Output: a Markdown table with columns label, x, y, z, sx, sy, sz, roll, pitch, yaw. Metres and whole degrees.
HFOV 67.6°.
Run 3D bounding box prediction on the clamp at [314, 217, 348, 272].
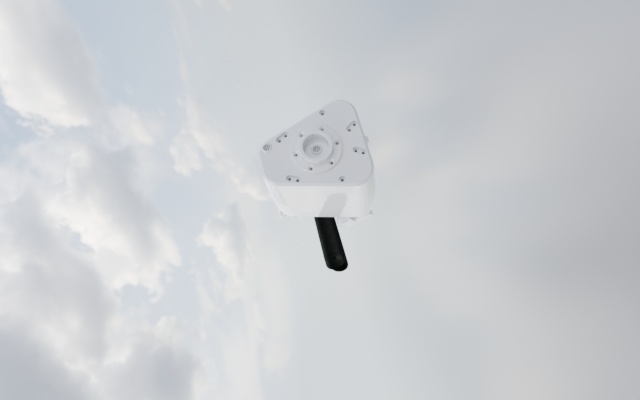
| label | x | y | z | sx | sy | sz | roll | pitch | yaw |
| --- | --- | --- | --- | --- | --- | --- | --- | --- | --- |
| clamp | -0.001 | 0.002 | 0.646 | 0.036 | 0.210 | 0.165 | -16 | -17 | 0 |
